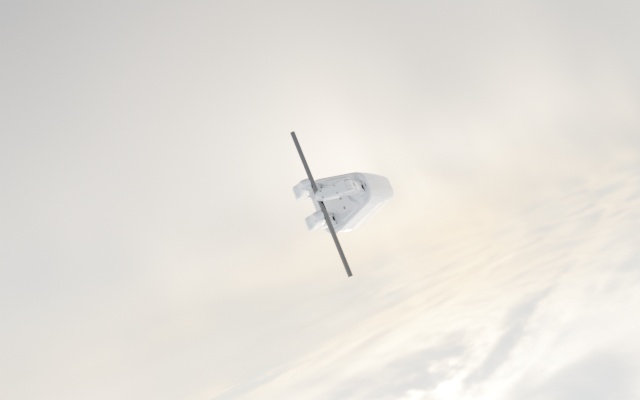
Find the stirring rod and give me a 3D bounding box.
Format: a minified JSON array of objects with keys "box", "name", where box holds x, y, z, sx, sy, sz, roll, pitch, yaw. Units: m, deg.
[{"box":[0.000,0.002,0.724,0.011,0.239,0.011,-21,-12,-5],"name":"stirring rod"}]
